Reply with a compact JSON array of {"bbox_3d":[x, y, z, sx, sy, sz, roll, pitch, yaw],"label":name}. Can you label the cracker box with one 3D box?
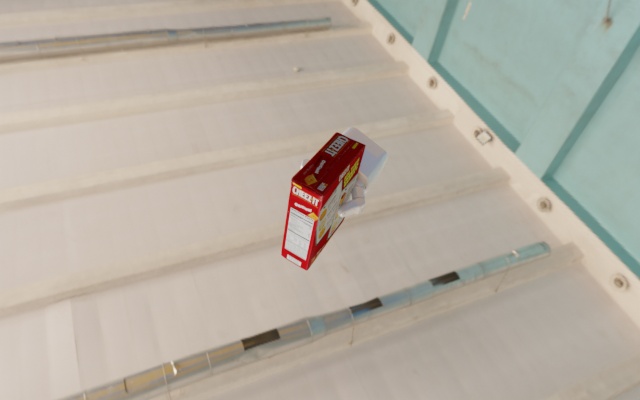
[{"bbox_3d":[0.000,0.003,0.898,0.072,0.214,0.164,27,48,14],"label":"cracker box"}]
